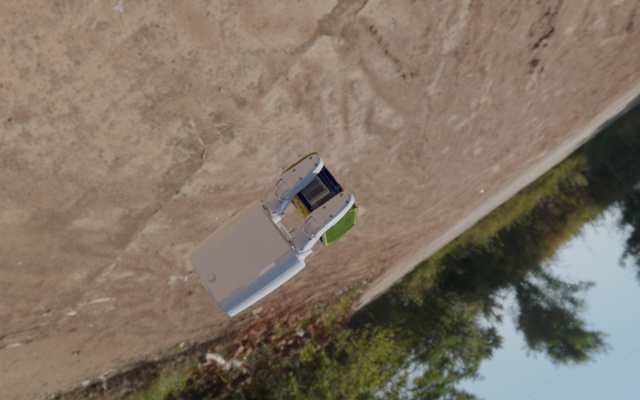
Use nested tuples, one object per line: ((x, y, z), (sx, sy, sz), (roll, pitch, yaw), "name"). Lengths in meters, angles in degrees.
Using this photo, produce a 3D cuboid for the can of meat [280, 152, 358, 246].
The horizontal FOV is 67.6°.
((0.000, 0.002, 0.583), (0.057, 0.084, 0.102), (-35, -16, -8), "can of meat")
